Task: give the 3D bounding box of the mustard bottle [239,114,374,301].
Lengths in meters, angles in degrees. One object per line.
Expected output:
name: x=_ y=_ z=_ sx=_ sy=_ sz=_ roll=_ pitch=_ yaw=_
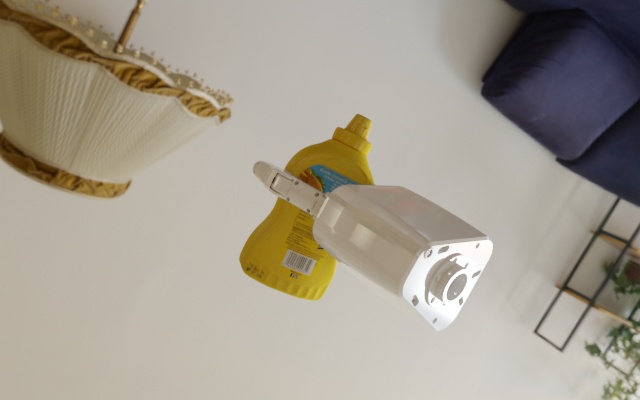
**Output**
mustard bottle: x=0.000 y=0.002 z=0.485 sx=0.096 sy=0.191 sz=0.058 roll=25 pitch=6 yaw=-20
